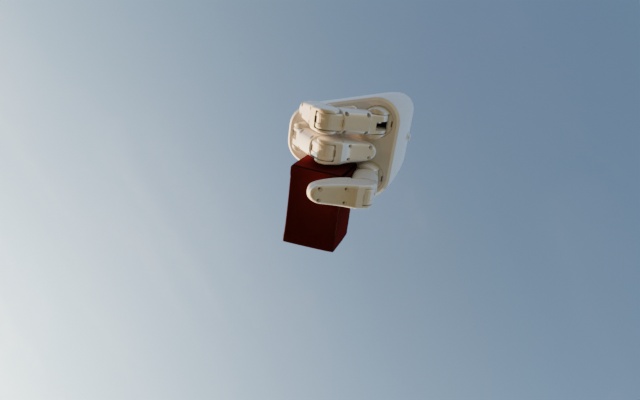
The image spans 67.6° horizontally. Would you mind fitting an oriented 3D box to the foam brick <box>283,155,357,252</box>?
[{"bbox_3d":[0.000,0.002,0.461,0.053,0.078,0.051,14,21,14],"label":"foam brick"}]
